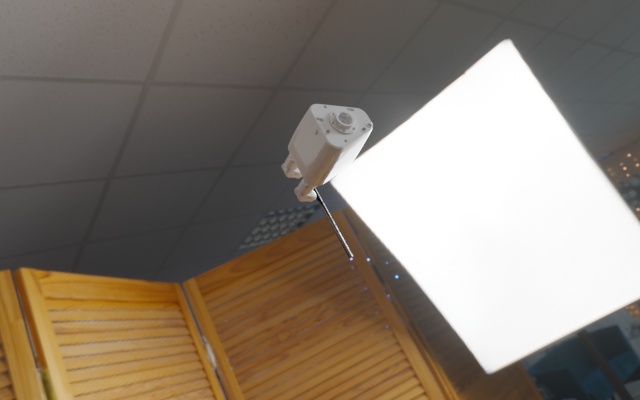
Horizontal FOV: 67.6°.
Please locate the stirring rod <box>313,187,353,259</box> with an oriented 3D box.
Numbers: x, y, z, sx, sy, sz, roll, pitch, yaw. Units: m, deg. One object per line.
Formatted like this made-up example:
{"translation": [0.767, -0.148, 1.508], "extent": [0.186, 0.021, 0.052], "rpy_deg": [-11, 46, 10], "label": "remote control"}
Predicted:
{"translation": [0.000, 0.003, 0.896], "extent": [0.011, 0.239, 0.011], "rpy_deg": [-25, -20, -10], "label": "stirring rod"}
